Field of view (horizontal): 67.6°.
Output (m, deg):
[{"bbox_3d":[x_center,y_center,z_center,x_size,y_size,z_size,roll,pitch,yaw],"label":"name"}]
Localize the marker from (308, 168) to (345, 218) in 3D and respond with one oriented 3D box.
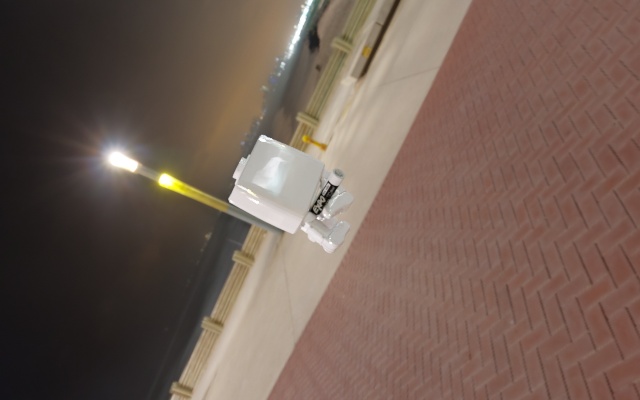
[{"bbox_3d":[0.000,0.002,0.676,0.020,0.020,0.121,0,-40,-32],"label":"marker"}]
